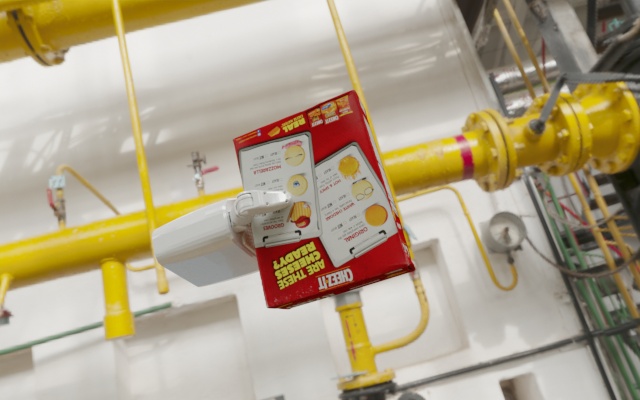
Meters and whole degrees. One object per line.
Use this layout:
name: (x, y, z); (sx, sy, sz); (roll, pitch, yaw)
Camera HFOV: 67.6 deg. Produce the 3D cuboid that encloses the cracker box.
cracker box: (0.000, 0.002, 0.561); (0.164, 0.213, 0.072); (-20, -19, 14)
